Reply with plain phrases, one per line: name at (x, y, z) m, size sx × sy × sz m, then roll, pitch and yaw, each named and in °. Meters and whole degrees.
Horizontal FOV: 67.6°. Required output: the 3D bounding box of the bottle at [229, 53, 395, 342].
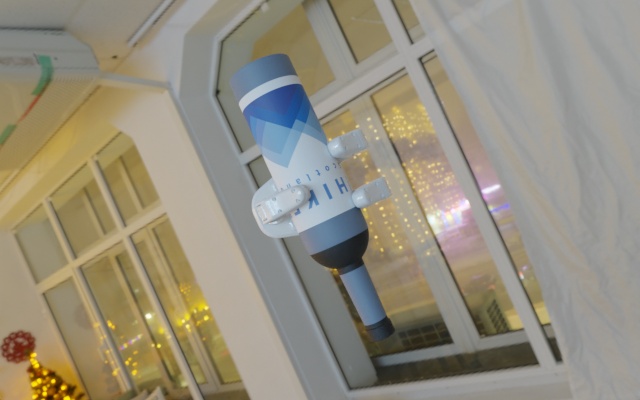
bottle at (0.000, 0.001, 0.480) m, size 0.069 × 0.295 × 0.069 m, roll -25°, pitch -2°, yaw -1°
